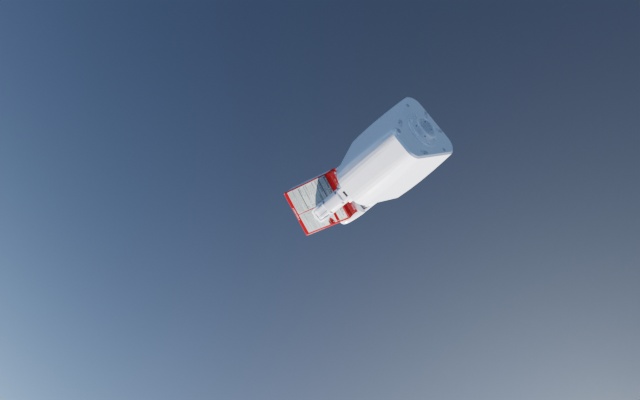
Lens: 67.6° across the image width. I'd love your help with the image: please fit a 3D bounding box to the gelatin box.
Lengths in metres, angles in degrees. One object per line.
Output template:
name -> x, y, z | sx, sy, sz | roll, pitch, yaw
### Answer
gelatin box -> 0.000, 0.003, 0.698 | 0.089, 0.073, 0.030 | -24, 8, 37
